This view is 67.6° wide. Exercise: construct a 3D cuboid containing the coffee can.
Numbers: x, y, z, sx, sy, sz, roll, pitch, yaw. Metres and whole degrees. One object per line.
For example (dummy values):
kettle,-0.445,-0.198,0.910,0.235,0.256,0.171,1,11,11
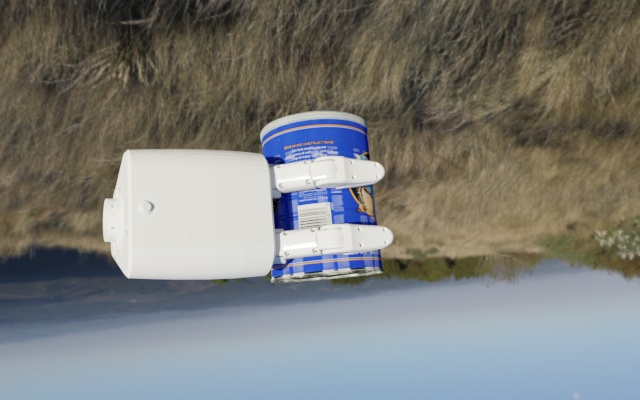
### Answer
coffee can,0.000,0.001,0.445,0.103,0.140,0.103,-5,-11,-1
